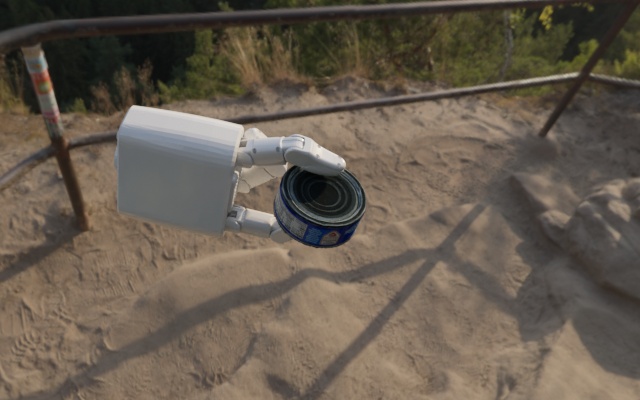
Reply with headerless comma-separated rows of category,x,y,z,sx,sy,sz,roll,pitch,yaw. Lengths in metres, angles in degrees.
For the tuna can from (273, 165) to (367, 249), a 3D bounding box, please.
tuna can,0.000,0.001,0.456,0.086,0.086,0.034,0,-40,-21
